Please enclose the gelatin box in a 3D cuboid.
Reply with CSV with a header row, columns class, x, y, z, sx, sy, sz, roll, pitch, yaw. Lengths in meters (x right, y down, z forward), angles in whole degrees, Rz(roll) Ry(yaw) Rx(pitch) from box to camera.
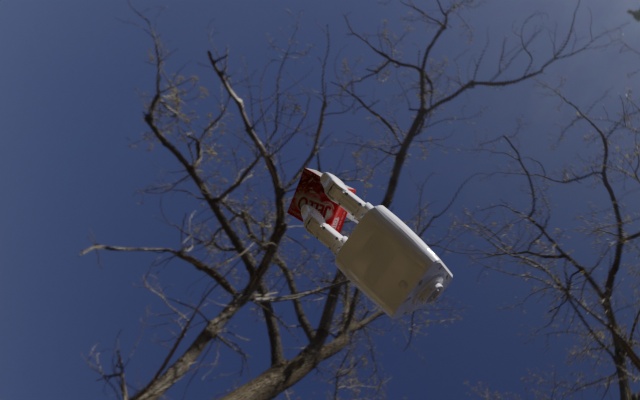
class,x,y,z,sx,sy,sz,roll,pitch,yaw
gelatin box,0.000,0.002,0.685,0.089,0.073,0.030,29,11,40
